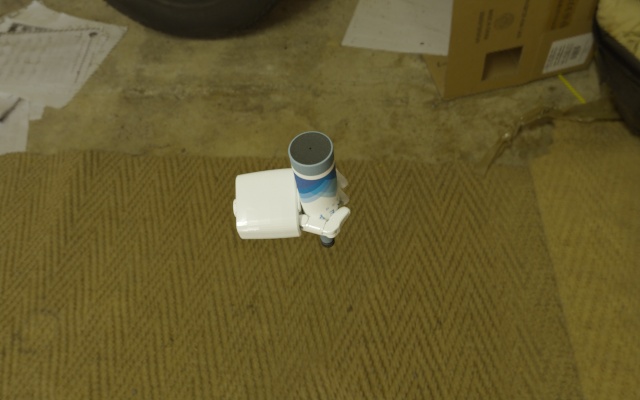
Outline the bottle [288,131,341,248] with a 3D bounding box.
[{"bbox_3d":[0.000,0.003,0.824,0.069,0.069,0.296,0,-33,7],"label":"bottle"}]
